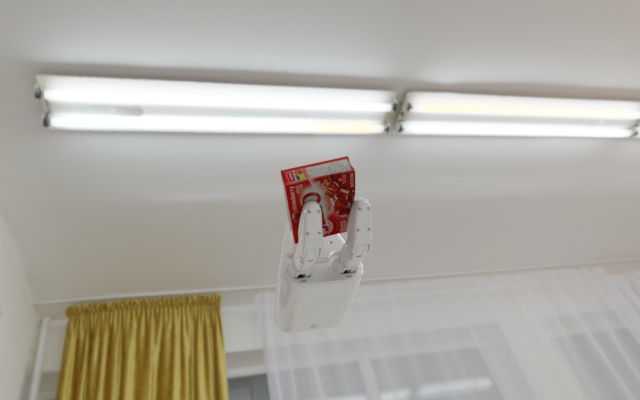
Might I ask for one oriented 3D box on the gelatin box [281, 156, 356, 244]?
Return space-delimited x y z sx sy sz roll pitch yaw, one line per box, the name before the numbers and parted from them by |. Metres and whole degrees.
gelatin box | 0.000 0.001 0.510 0.073 0.089 0.030 -12 43 -8
